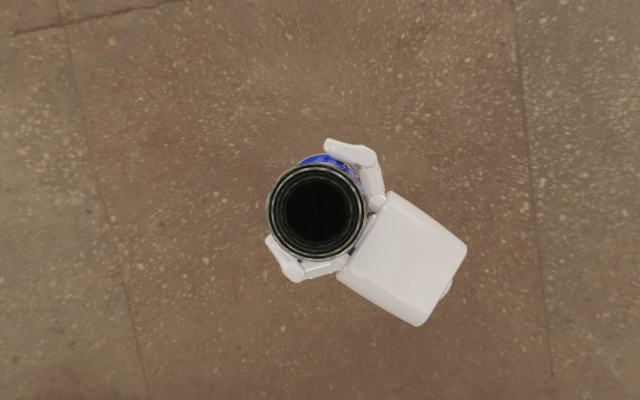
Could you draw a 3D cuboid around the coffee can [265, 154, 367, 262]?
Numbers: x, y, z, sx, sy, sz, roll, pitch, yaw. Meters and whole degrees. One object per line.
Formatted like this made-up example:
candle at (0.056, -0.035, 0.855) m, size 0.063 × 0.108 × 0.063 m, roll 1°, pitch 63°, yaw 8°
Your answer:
coffee can at (0.000, 0.002, 0.544) m, size 0.103 × 0.103 × 0.140 m, roll 0°, pitch 9°, yaw 4°
